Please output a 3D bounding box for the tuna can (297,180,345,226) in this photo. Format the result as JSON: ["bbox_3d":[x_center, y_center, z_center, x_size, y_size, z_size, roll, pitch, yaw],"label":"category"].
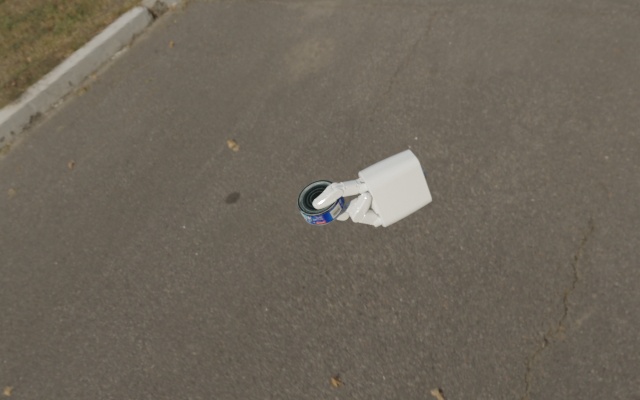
[{"bbox_3d":[0.000,0.003,0.900,0.086,0.086,0.034,0,-36,24],"label":"tuna can"}]
